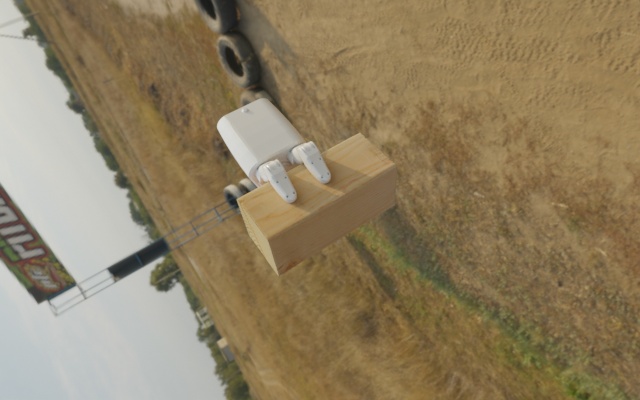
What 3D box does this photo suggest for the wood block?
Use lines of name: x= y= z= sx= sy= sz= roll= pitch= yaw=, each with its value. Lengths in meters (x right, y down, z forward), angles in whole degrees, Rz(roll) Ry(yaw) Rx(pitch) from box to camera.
wood block: x=0.000 y=0.002 z=0.679 sx=0.206 sy=0.091 sz=0.090 roll=-30 pitch=54 yaw=-17
